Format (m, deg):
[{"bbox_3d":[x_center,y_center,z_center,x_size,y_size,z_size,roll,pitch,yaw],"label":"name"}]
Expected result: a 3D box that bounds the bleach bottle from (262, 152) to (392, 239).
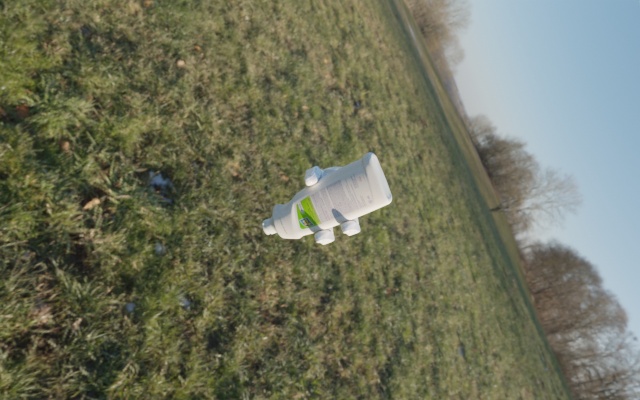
[{"bbox_3d":[0.000,0.003,0.896,0.251,0.102,0.068,-21,1,19],"label":"bleach bottle"}]
